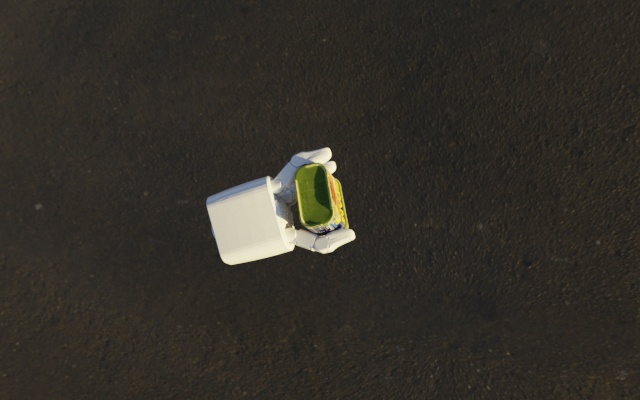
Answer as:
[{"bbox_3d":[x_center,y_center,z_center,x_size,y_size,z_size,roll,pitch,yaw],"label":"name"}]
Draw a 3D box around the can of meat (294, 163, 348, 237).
[{"bbox_3d":[0.000,0.002,0.718,0.057,0.102,0.084,-13,-18,11],"label":"can of meat"}]
